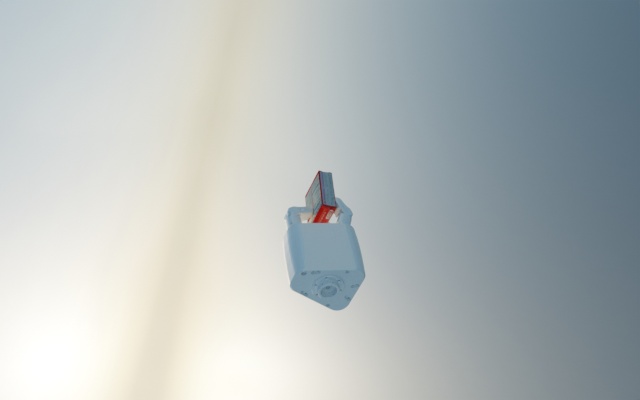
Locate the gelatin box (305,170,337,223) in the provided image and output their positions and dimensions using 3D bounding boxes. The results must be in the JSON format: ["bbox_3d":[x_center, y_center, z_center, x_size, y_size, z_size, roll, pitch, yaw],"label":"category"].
[{"bbox_3d":[0.000,0.002,0.858,0.030,0.089,0.073,10,-45,-19],"label":"gelatin box"}]
